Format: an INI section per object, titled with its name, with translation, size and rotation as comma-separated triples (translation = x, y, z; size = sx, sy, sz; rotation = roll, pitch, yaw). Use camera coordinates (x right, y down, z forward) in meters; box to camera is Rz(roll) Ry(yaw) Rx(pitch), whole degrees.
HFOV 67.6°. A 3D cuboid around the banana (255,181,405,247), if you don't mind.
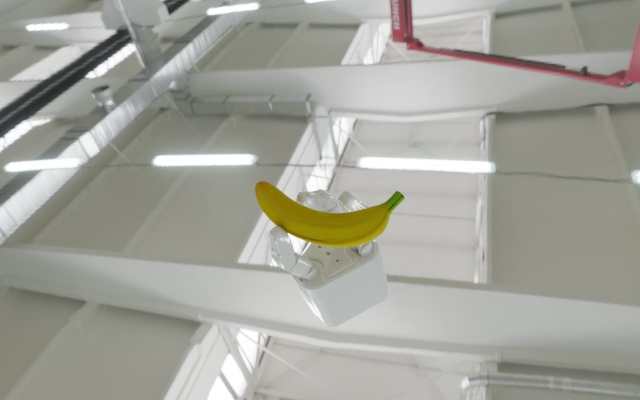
[banana]
translation = -0.004, 0.017, 0.546
size = 0.198, 0.069, 0.037
rotation = 7, -33, 30
